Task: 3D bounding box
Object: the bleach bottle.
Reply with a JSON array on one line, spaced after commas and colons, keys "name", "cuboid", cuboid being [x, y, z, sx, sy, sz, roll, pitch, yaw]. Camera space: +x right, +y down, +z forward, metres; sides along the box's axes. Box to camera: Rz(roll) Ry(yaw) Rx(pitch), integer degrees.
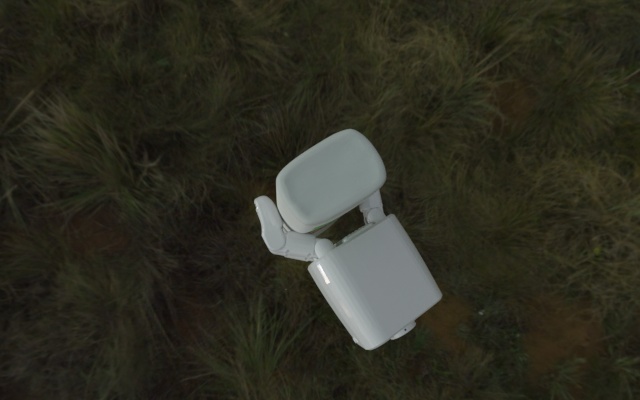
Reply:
[{"name": "bleach bottle", "cuboid": [0.000, 0.002, 0.552, 0.102, 0.068, 0.251, -32, -7, -9]}]
